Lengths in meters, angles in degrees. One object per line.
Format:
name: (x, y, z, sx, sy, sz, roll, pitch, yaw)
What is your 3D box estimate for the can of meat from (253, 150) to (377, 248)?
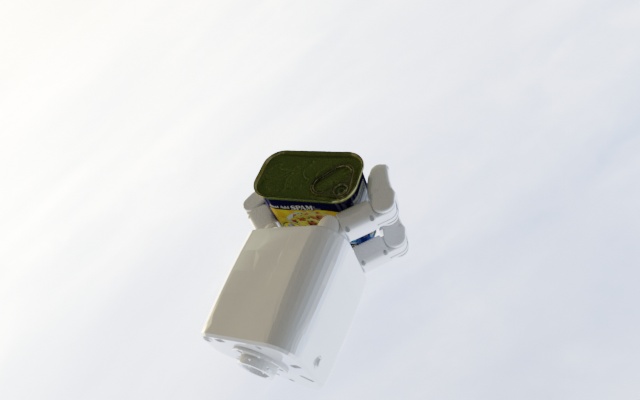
can of meat: (0.000, 0.002, 0.457, 0.102, 0.057, 0.084, 4, -36, 25)
